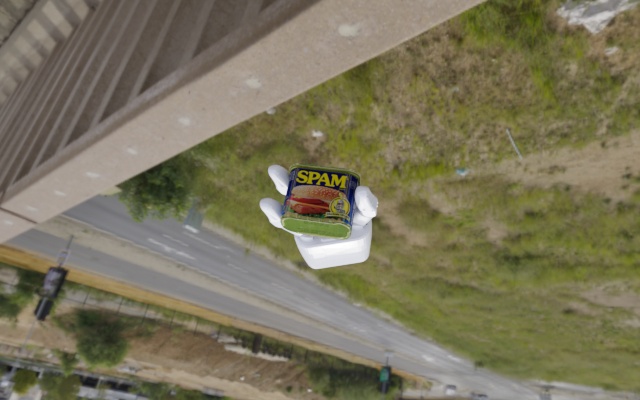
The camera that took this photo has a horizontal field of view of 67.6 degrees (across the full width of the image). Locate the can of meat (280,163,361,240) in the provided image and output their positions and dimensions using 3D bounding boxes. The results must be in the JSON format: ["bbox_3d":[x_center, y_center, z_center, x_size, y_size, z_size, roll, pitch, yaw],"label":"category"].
[{"bbox_3d":[0.000,0.002,0.657,0.102,0.084,0.057,7,-26,7],"label":"can of meat"}]
